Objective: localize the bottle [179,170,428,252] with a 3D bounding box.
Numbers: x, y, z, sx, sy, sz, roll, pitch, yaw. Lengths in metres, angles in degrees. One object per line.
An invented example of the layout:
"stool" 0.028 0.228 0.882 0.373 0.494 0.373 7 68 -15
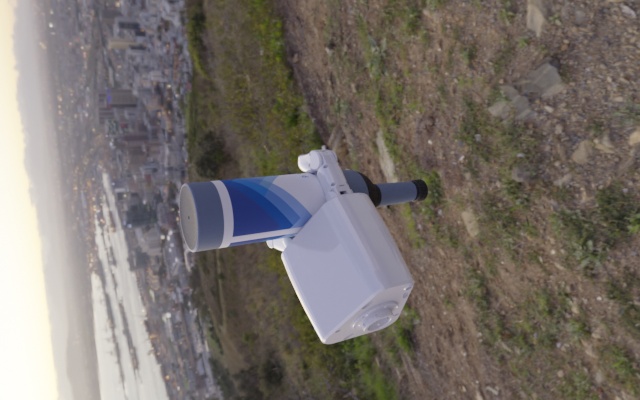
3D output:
"bottle" 0.000 0.002 0.529 0.295 0.069 0.069 -7 3 -30
